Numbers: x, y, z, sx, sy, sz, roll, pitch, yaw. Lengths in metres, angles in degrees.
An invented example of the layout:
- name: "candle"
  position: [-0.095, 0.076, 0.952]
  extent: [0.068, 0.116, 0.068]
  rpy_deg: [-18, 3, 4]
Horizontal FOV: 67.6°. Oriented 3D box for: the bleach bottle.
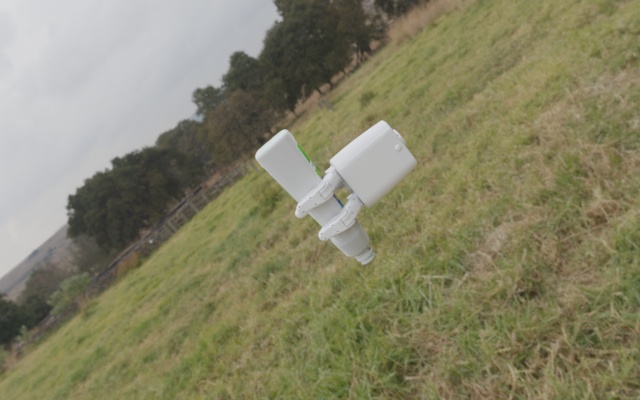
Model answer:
- name: "bleach bottle"
  position: [0.000, 0.003, 0.776]
  extent: [0.068, 0.251, 0.102]
  rpy_deg: [-40, 14, 3]
